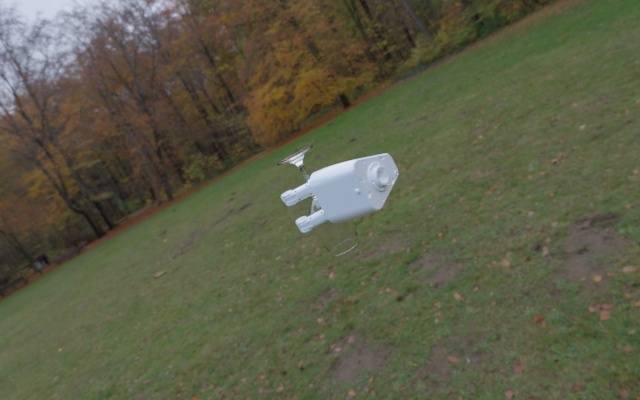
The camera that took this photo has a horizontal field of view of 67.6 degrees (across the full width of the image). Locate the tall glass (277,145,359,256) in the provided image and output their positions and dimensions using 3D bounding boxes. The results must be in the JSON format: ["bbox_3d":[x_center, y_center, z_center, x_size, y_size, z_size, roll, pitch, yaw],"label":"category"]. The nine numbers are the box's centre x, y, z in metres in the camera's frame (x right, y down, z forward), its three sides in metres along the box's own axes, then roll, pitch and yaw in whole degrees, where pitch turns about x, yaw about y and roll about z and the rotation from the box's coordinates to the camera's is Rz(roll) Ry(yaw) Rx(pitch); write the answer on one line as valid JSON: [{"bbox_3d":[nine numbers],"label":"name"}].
[{"bbox_3d":[0.000,0.002,0.888,0.079,0.201,0.079,-27,11,6],"label":"tall glass"}]
